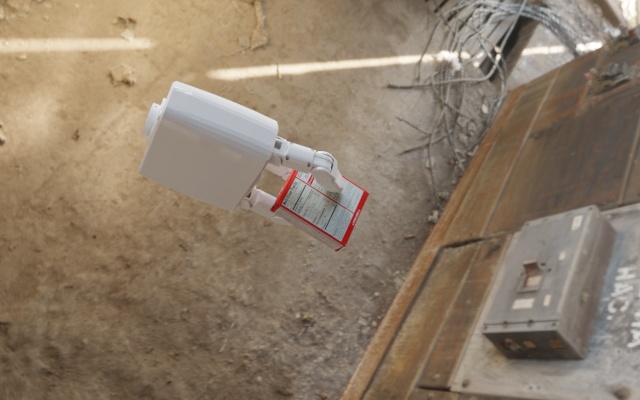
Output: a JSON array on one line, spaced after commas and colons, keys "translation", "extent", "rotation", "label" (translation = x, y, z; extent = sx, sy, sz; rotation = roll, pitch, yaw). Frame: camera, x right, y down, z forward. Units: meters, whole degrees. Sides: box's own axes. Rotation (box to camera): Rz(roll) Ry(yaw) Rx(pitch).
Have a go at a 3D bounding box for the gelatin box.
[{"translation": [0.001, 0.002, 0.525], "extent": [0.089, 0.073, 0.030], "rotation": [32, -28, -11], "label": "gelatin box"}]
